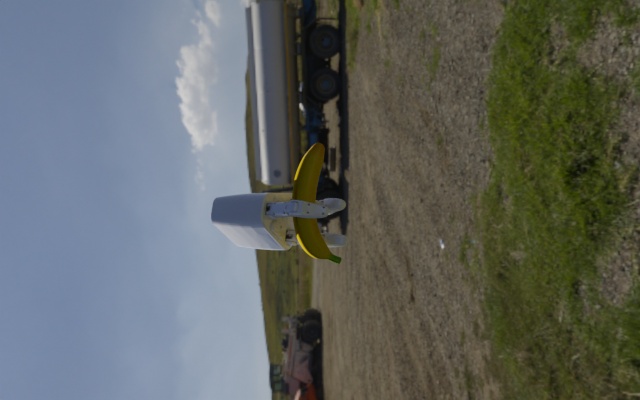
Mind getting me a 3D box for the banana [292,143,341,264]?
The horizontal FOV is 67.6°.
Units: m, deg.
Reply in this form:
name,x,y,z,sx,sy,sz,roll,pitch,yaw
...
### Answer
name,x,y,z,sx,sy,sz,roll,pitch,yaw
banana,-0.014,0.008,0.758,0.069,0.198,0.037,-9,3,-36
